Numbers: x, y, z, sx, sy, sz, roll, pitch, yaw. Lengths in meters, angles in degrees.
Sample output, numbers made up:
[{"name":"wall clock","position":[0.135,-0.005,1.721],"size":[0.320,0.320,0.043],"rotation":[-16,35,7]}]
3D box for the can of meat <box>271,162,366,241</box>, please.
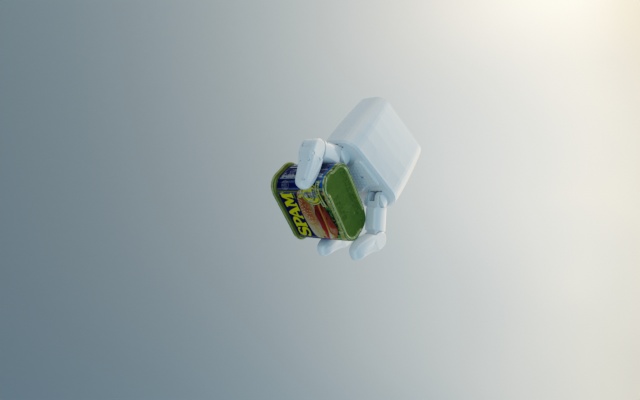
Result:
[{"name":"can of meat","position":[0.000,0.002,0.589],"size":[0.084,0.102,0.057],"rotation":[1,38,38]}]
